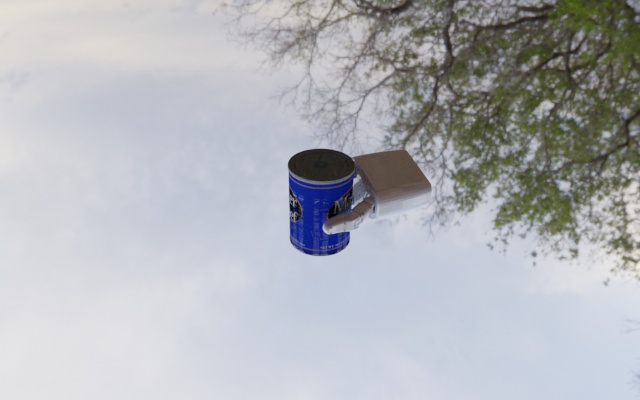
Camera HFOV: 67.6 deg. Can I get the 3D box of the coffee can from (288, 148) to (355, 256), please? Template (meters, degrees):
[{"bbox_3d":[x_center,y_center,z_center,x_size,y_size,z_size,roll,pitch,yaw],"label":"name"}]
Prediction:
[{"bbox_3d":[0.000,0.002,0.759,0.103,0.140,0.102,1,33,-1],"label":"coffee can"}]
